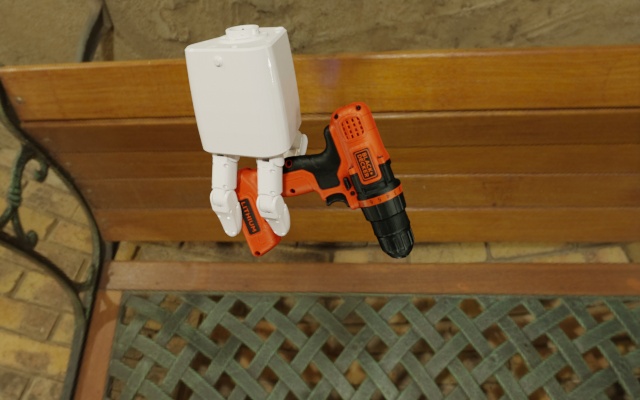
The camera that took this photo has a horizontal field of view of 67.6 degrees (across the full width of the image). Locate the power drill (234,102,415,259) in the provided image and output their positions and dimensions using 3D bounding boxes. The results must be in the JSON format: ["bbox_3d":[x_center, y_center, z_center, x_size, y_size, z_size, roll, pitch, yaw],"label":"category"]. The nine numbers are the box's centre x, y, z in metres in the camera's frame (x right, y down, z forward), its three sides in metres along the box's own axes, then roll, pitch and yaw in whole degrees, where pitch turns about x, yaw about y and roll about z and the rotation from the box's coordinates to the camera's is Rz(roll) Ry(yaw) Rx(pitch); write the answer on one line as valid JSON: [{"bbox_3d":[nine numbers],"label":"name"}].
[{"bbox_3d":[0.000,0.002,0.552,0.187,0.184,0.057,-19,8,12],"label":"power drill"}]
